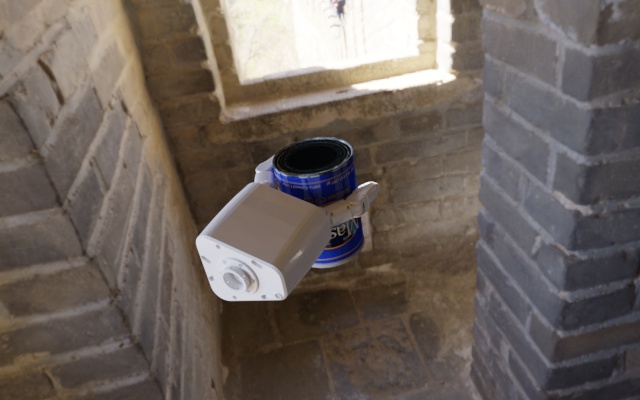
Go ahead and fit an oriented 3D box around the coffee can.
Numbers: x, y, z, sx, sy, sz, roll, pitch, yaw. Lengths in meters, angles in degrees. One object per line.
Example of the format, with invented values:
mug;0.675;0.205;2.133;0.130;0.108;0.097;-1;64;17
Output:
coffee can;0.000;0.002;0.626;0.103;0.140;0.102;-7;32;4
